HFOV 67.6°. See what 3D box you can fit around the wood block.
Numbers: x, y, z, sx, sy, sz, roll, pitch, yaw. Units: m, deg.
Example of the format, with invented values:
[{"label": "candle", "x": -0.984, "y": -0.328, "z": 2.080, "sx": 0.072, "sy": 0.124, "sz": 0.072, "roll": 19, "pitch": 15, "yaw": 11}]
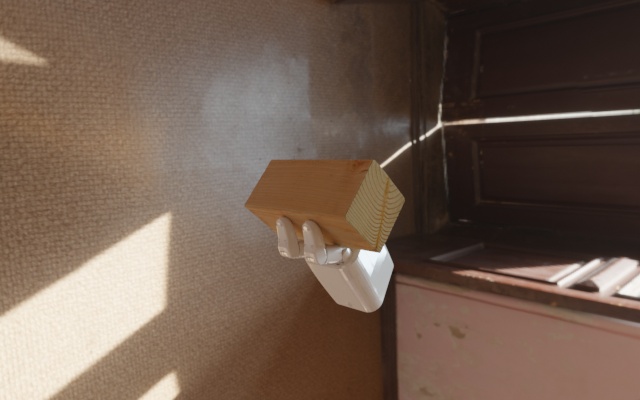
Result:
[{"label": "wood block", "x": 0.001, "y": 0.002, "z": 0.679, "sx": 0.206, "sy": 0.090, "sz": 0.090, "roll": 5, "pitch": -31, "yaw": 45}]
